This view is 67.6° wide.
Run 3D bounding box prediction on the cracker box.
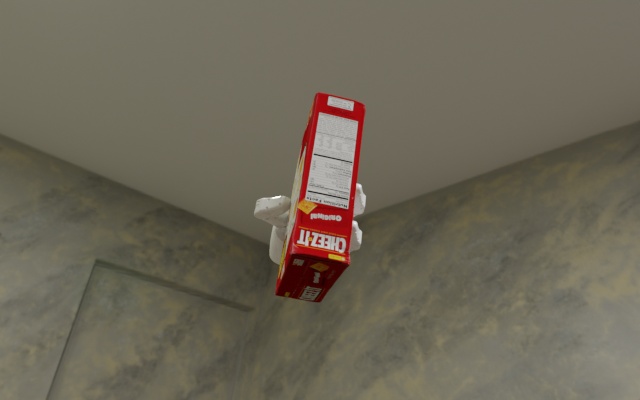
[{"bbox_3d":[0.000,0.002,0.601,0.072,0.213,0.164,11,-27,-6],"label":"cracker box"}]
